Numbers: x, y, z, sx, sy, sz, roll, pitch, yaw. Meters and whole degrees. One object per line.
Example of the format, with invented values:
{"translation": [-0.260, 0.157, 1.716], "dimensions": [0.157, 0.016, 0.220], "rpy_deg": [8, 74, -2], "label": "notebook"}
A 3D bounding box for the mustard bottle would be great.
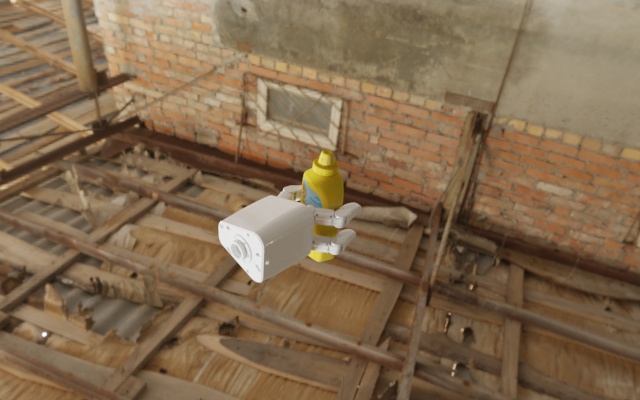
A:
{"translation": [0.000, 0.003, 0.803], "dimensions": [0.058, 0.192, 0.096], "rpy_deg": [-10, 38, -23], "label": "mustard bottle"}
